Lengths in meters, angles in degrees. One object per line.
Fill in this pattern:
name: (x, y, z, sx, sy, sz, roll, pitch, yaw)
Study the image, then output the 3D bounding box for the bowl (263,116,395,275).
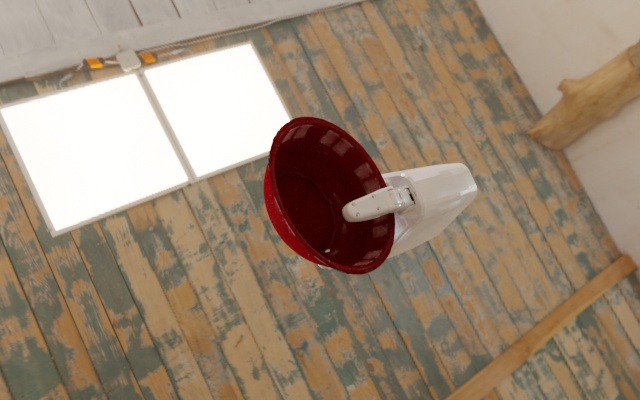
bowl: (-0.001, 0.002, 0.467, 0.162, 0.162, 0.055, 0, -23, -46)
